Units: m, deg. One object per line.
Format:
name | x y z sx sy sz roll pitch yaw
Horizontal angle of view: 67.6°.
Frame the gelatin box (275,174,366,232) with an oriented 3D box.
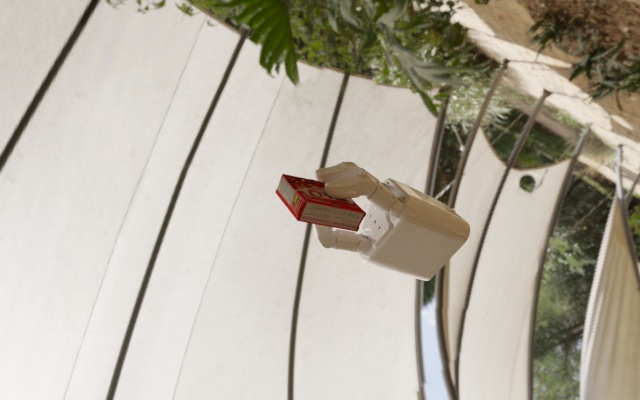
gelatin box | 0.000 0.002 0.574 0.089 0.030 0.073 11 22 -32
